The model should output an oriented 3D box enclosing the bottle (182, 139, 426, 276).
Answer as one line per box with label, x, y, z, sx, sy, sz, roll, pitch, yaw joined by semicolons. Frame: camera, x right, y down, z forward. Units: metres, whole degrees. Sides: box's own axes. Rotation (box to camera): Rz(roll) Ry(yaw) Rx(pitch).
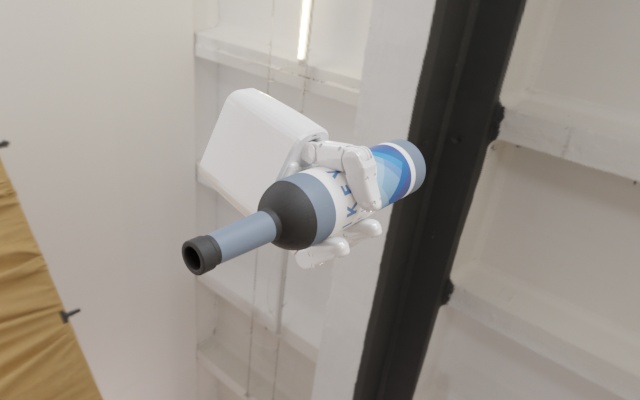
bottle;0.000;0.001;0.454;0.069;0.069;0.295;0;16;42
